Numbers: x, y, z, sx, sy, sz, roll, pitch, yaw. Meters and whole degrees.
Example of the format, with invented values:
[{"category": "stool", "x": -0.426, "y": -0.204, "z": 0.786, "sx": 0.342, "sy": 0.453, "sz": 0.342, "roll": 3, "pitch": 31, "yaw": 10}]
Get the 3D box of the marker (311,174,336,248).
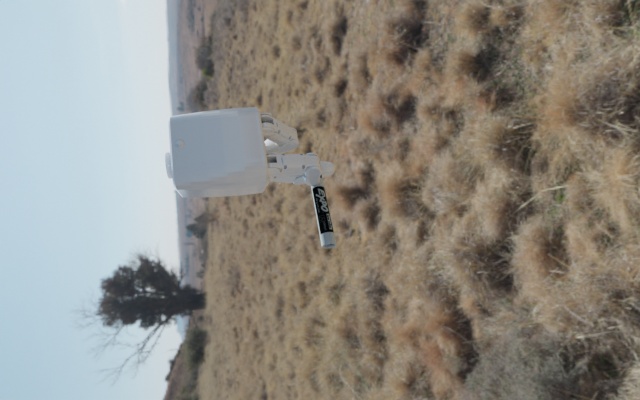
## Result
[{"category": "marker", "x": 0.000, "y": 0.002, "z": 0.613, "sx": 0.020, "sy": 0.121, "sz": 0.020, "roll": -9, "pitch": -23, "yaw": -4}]
